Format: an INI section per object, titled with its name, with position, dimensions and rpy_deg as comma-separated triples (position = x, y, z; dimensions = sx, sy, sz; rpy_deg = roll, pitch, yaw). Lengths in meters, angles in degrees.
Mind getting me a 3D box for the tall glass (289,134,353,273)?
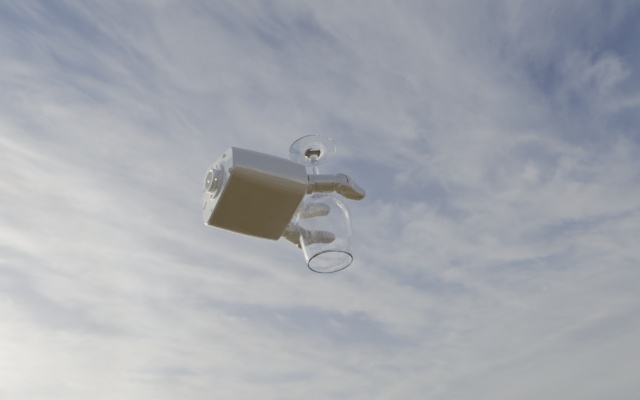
[tall glass]
position = 0.000, 0.002, 0.692
dimensions = 0.079, 0.201, 0.079
rpy_deg = -6, -35, -4
